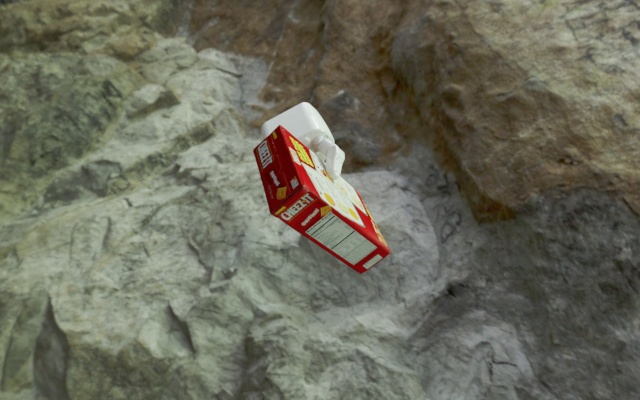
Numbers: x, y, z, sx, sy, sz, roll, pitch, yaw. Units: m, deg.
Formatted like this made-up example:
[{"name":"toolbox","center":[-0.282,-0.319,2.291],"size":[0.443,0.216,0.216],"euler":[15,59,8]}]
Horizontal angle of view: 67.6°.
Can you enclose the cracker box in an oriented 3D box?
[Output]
[{"name":"cracker box","center":[0.000,0.002,0.749],"size":[0.214,0.072,0.164],"euler":[37,19,-38]}]
